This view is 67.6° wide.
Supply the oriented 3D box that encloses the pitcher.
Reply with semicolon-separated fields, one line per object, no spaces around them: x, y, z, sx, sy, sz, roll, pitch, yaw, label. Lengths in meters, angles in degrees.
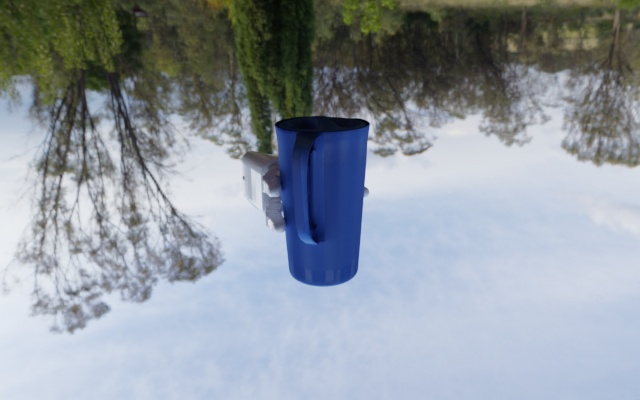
0.000;0.002;0.697;0.149;0.243;0.145;-11;21;-29;pitcher
